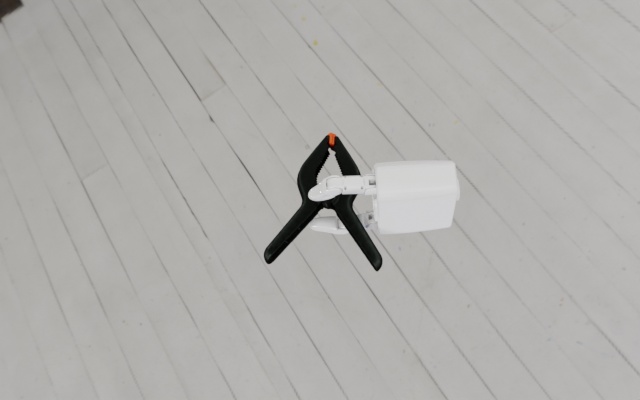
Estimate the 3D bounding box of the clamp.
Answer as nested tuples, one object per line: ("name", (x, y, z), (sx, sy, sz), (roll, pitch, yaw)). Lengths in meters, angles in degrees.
("clamp", (0.000, 0.001, 0.689), (0.164, 0.210, 0.036), (-3, -20, 3))
